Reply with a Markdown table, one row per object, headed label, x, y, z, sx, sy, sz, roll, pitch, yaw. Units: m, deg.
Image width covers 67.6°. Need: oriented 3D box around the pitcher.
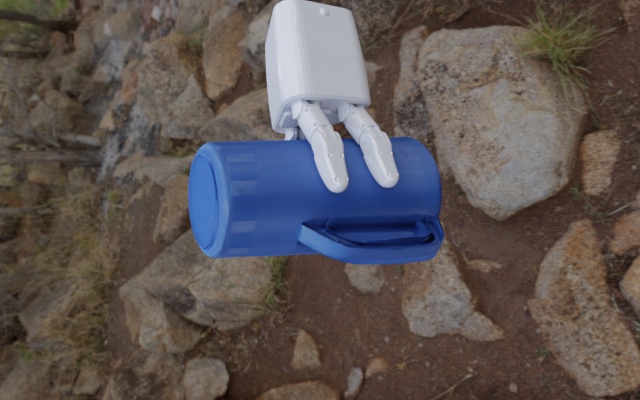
| label | x | y | z | sx | sy | sz | roll | pitch | yaw |
| --- | --- | --- | --- | --- | --- | --- | --- | --- | --- |
| pitcher | 0.000 | 0.001 | 0.490 | 0.243 | 0.145 | 0.149 | -3 | -9 | -30 |
